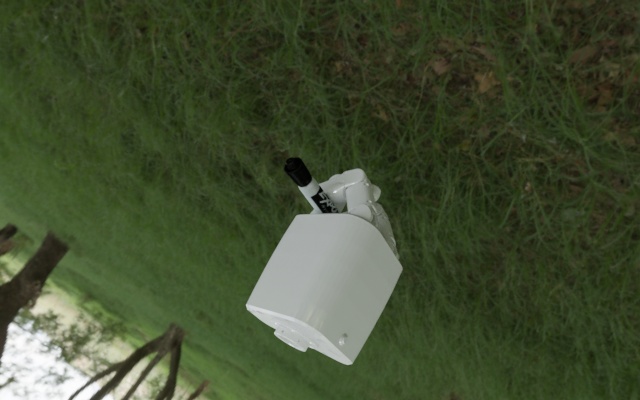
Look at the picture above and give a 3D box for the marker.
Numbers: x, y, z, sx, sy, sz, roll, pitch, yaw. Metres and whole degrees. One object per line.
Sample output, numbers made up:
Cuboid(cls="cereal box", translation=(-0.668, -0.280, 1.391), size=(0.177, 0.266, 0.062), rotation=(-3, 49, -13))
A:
Cuboid(cls="marker", translation=(0.000, 0.001, 0.459), size=(0.020, 0.020, 0.121), rotation=(0, -37, 34))
